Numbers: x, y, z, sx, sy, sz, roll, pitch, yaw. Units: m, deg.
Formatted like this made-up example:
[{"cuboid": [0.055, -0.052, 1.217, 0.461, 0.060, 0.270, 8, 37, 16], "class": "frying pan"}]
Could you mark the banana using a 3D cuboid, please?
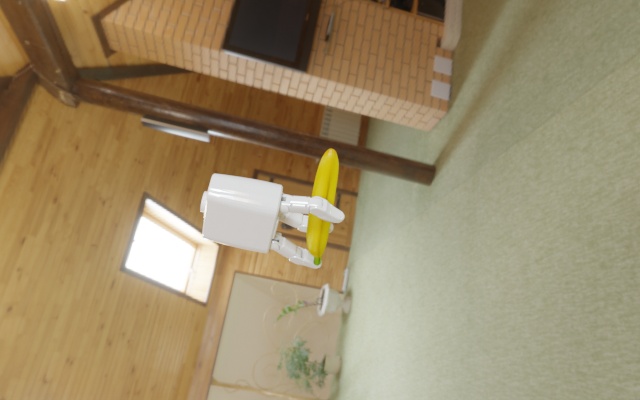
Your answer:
[{"cuboid": [0.002, 0.003, 0.767, 0.037, 0.197, 0.069, 11, -11, -5], "class": "banana"}]
